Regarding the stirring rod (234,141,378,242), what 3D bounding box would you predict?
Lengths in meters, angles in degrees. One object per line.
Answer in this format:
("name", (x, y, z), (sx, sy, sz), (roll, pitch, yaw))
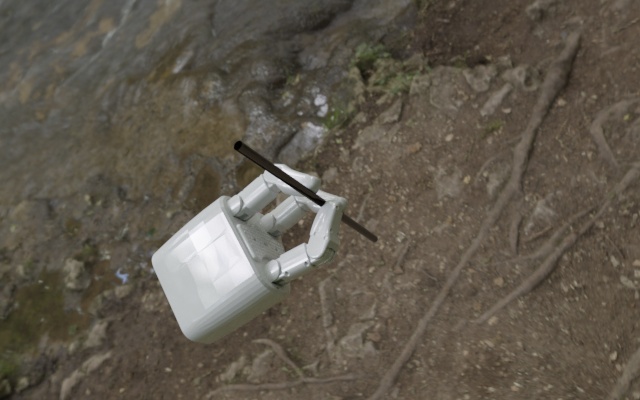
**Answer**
("stirring rod", (0.000, 0.002, 0.450), (0.011, 0.011, 0.240), (0, -21, 33))
